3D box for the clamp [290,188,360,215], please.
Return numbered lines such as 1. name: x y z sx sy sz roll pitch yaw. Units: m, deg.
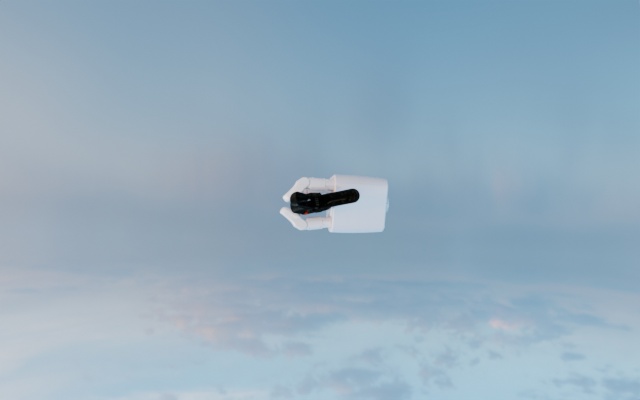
1. clamp: 0.000 0.003 0.865 0.120 0.039 0.171 1 -5 -7
